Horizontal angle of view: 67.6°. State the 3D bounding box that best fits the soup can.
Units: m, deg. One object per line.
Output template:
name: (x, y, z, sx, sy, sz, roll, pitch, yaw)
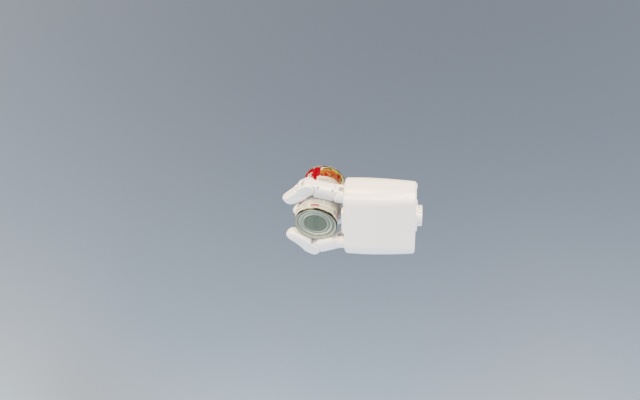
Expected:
soup can: (0.000, 0.003, 0.755, 0.068, 0.069, 0.102, 0, 44, 12)
